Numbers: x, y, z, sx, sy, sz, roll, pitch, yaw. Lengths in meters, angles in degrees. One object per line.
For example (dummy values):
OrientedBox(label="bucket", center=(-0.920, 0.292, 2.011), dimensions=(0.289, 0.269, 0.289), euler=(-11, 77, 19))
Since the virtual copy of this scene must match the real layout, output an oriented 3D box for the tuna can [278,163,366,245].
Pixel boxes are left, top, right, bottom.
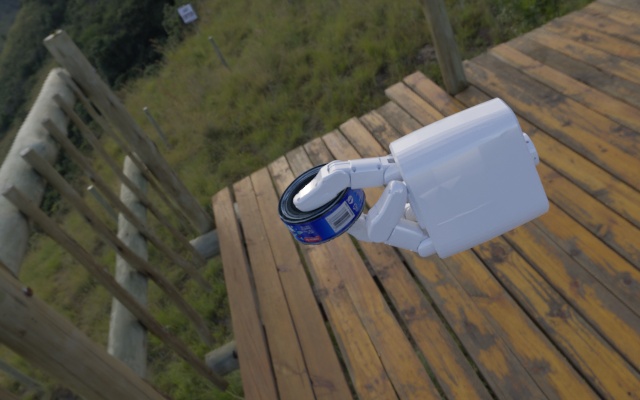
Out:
OrientedBox(label="tuna can", center=(0.000, 0.001, 0.481), dimensions=(0.086, 0.086, 0.034), euler=(0, -43, 41))
